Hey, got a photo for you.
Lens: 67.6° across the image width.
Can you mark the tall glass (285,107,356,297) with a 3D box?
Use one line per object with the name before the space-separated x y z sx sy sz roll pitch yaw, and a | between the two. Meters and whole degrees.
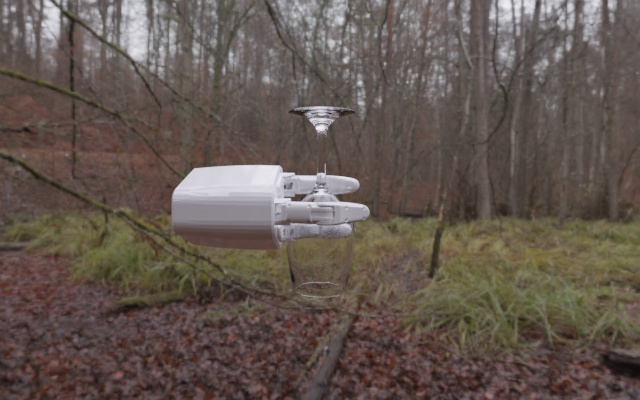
tall glass | 0.000 0.001 0.531 0.079 0.201 0.079 0 3 0
